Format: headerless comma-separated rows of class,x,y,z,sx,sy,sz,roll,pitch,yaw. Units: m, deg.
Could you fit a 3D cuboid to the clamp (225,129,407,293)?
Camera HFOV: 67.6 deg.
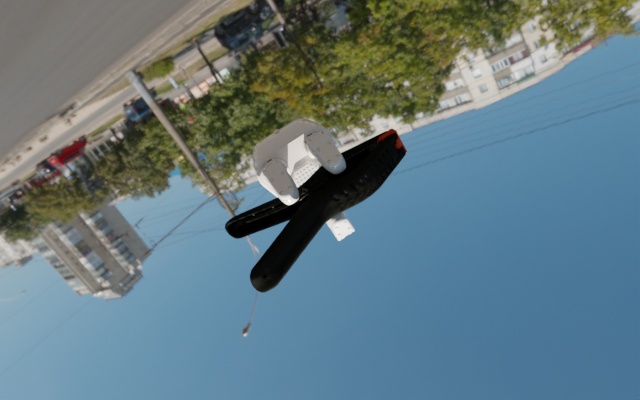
clamp,0.001,0.002,0.471,0.210,0.036,0.164,-33,23,-1
